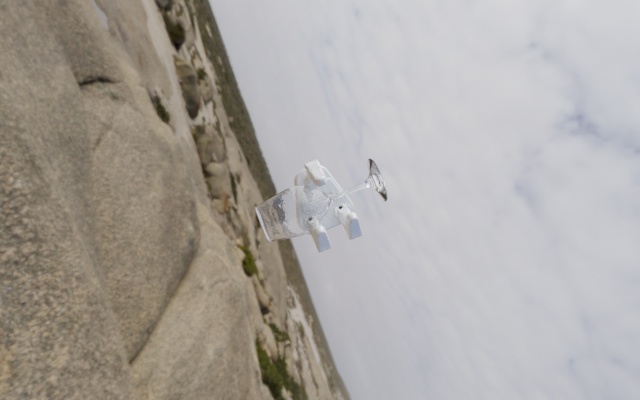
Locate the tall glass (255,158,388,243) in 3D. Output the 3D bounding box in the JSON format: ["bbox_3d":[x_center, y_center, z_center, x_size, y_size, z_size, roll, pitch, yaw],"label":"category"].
[{"bbox_3d":[0.001,0.002,0.760,0.201,0.079,0.079,-21,2,-6],"label":"tall glass"}]
